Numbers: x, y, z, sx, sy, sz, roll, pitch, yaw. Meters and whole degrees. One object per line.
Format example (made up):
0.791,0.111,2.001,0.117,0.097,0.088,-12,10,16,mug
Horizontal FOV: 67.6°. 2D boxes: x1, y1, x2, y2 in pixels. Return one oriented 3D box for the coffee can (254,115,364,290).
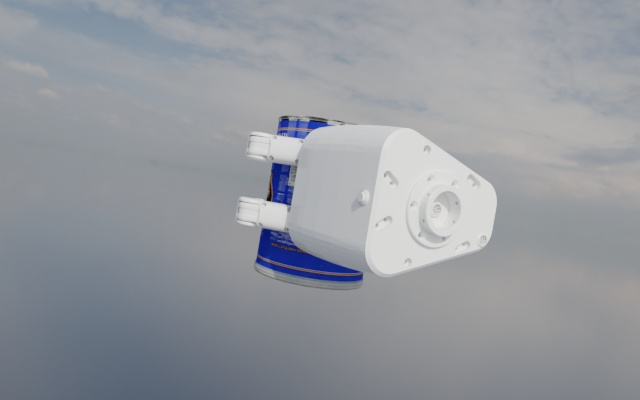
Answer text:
0.000,0.002,0.444,0.103,0.140,0.103,9,2,0,coffee can
